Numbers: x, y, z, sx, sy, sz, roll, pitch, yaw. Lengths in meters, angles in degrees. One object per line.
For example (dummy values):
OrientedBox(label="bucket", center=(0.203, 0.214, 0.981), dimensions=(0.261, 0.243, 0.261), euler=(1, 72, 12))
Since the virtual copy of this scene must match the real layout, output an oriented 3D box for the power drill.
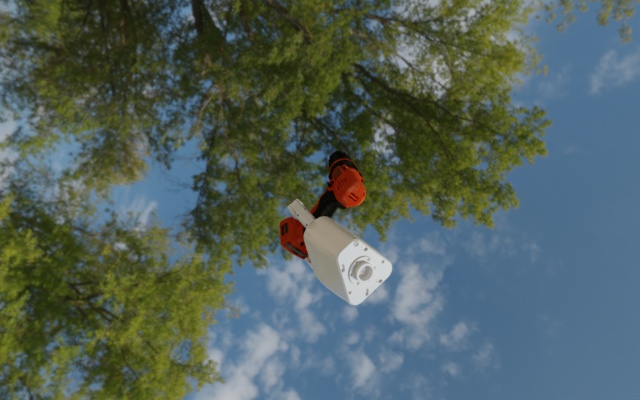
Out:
OrientedBox(label="power drill", center=(0.000, 0.003, 0.878), dimensions=(0.057, 0.188, 0.184), euler=(34, 17, -19))
